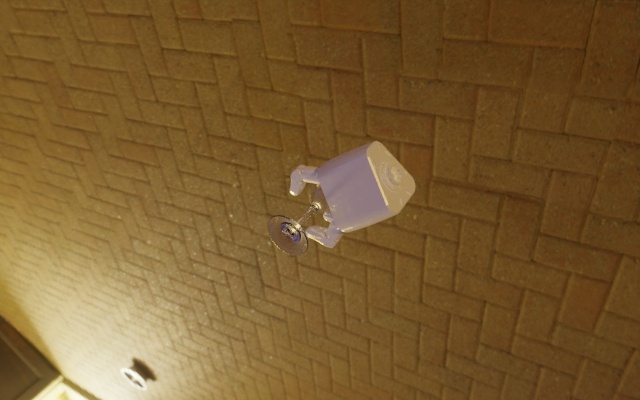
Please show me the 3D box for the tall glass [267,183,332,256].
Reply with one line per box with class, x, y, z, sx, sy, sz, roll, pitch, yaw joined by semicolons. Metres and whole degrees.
tall glass;0.000;0.003;0.795;0.079;0.079;0.201;0;31;36
